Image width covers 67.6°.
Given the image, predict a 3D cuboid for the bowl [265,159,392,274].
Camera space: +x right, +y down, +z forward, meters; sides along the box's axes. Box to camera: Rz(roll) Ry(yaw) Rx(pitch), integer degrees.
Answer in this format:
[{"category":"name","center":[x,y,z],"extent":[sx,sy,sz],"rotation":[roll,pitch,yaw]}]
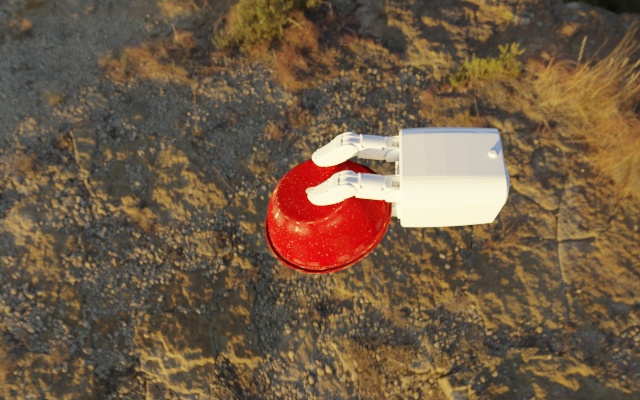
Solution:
[{"category":"bowl","center":[-0.001,0.002,0.563],"extent":[0.162,0.162,0.055],"rotation":[0,-34,22]}]
